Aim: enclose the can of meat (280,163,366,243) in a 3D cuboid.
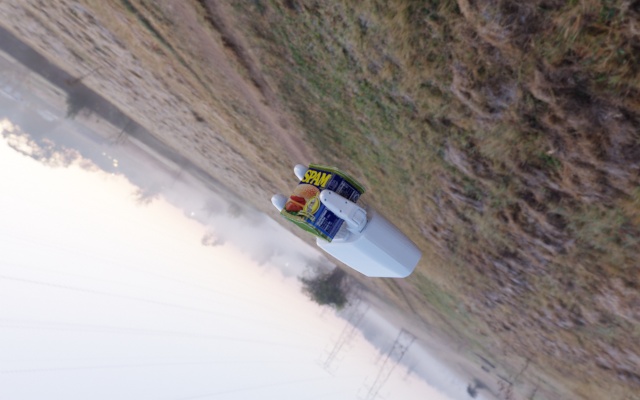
[{"bbox_3d":[0.000,0.002,0.638,0.057,0.084,0.102,37,-9,-28],"label":"can of meat"}]
